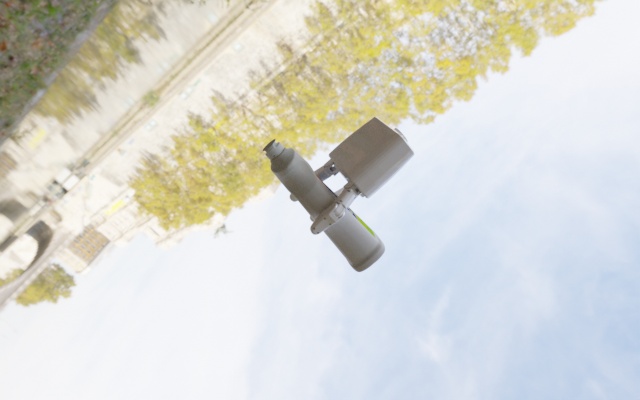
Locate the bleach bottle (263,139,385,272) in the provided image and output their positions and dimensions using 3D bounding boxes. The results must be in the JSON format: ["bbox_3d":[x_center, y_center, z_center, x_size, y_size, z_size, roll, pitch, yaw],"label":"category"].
[{"bbox_3d":[0.000,0.003,0.783,0.068,0.251,0.102,-41,20,4],"label":"bleach bottle"}]
